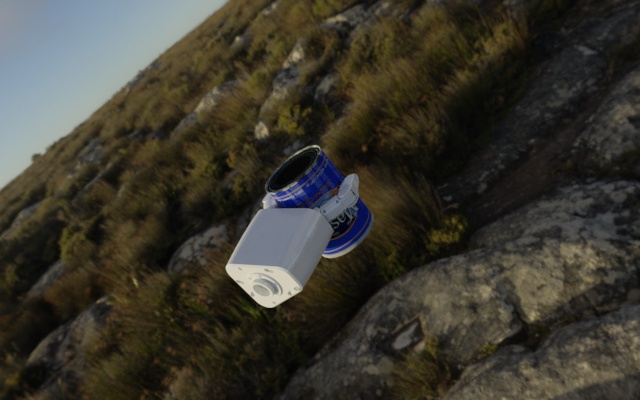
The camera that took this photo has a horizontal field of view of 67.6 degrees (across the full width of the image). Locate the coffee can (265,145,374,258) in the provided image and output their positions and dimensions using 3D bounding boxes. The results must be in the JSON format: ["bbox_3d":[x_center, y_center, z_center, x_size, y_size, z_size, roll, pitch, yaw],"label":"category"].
[{"bbox_3d":[0.000,0.002,0.718,0.103,0.140,0.102,-32,25,17],"label":"coffee can"}]
